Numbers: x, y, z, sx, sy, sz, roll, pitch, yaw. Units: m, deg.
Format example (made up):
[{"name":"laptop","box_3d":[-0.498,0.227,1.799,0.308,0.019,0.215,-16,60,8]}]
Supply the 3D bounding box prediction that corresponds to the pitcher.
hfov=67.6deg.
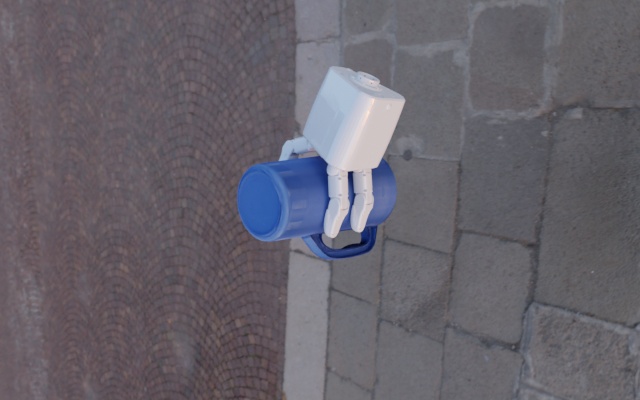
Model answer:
[{"name":"pitcher","box_3d":[0.000,0.002,0.730,0.243,0.145,0.149,-9,42,-47]}]
